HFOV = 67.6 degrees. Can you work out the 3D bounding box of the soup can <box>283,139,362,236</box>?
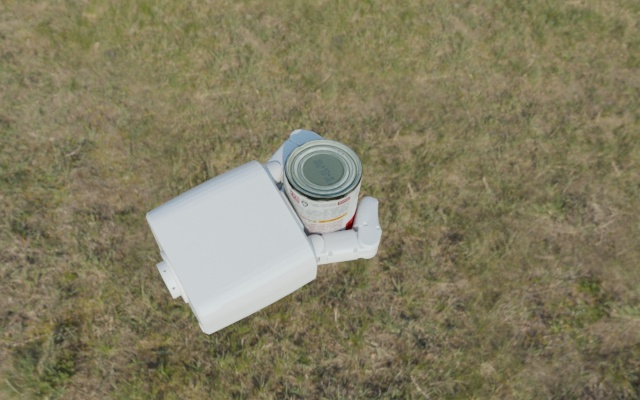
[{"bbox_3d":[0.001,0.001,0.440,0.068,0.068,0.102,0,-36,-3],"label":"soup can"}]
